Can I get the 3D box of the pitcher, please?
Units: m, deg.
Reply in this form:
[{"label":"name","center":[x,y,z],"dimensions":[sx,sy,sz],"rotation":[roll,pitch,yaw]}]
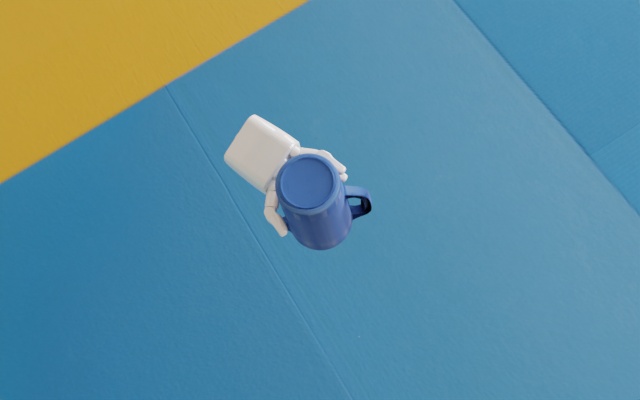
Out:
[{"label":"pitcher","center":[0.000,0.003,0.880],"dimensions":[0.145,0.149,0.243],"rotation":[36,-10,14]}]
